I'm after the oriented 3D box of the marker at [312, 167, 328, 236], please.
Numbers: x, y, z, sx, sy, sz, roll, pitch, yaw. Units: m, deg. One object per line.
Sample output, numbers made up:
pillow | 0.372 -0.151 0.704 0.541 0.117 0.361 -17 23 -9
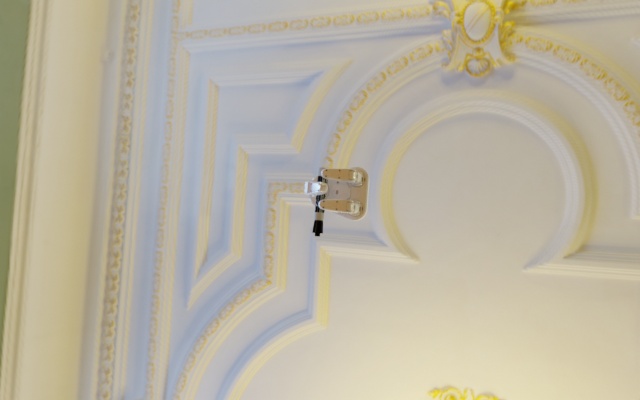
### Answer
marker | 0.000 0.003 0.840 0.020 0.121 0.020 5 -2 0
